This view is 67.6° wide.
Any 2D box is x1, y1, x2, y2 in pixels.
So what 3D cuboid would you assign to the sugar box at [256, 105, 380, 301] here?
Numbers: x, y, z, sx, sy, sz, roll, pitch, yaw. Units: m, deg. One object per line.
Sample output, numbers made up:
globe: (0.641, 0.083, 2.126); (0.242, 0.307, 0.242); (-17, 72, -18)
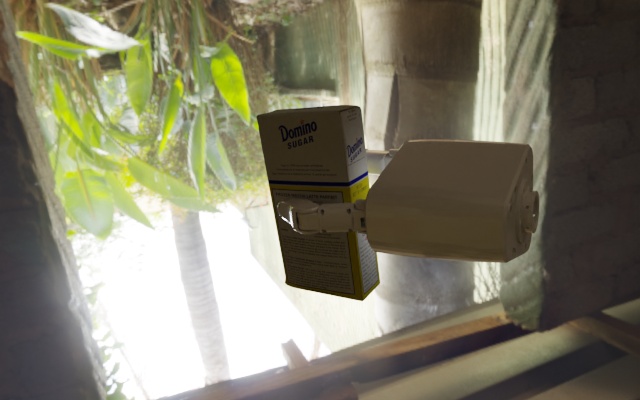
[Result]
sugar box: (0.000, 0.001, 0.451); (0.093, 0.176, 0.048); (4, 19, 33)
